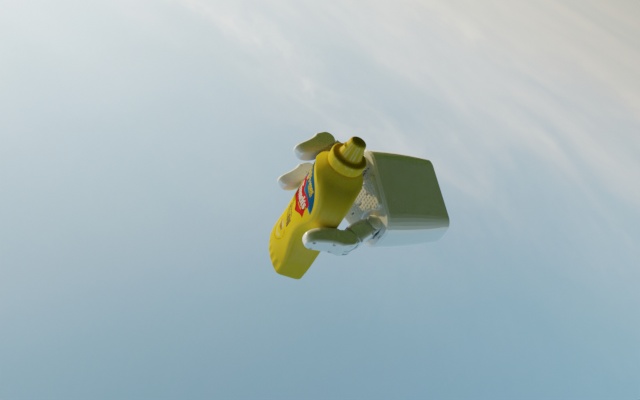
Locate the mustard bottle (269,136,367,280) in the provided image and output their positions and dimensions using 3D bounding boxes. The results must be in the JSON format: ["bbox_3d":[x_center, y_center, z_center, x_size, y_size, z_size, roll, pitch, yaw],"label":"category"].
[{"bbox_3d":[0.000,0.002,0.549,0.058,0.096,0.192,20,-49,-15],"label":"mustard bottle"}]
